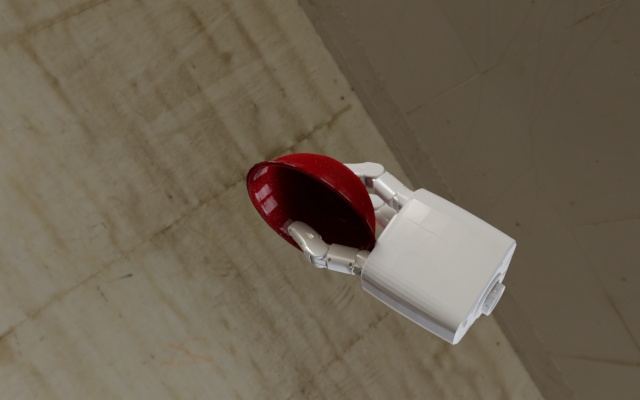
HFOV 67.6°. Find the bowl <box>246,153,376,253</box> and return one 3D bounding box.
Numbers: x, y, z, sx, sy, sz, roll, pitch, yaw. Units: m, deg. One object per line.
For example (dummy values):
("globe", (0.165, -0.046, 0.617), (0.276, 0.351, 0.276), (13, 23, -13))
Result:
("bowl", (-0.001, 0.001, 0.520), (0.162, 0.055, 0.162), (25, -31, 17))
